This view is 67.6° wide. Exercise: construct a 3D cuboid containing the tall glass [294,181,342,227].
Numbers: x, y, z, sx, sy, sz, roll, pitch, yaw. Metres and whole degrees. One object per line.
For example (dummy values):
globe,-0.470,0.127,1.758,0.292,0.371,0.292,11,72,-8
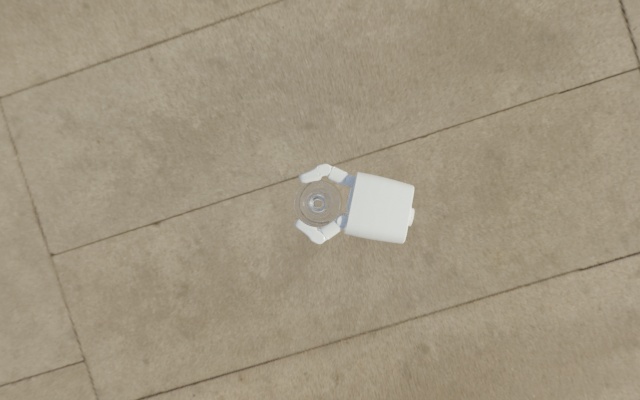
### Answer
tall glass,0.000,0.003,0.856,0.079,0.079,0.201,0,2,3
